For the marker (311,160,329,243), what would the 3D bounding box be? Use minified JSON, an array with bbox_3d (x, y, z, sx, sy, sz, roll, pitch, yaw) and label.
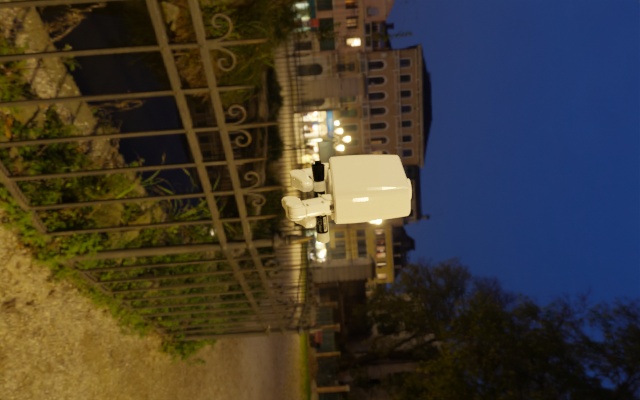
[{"bbox_3d":[0.000,0.002,0.676,0.020,0.121,0.020,-3,20,1],"label":"marker"}]
